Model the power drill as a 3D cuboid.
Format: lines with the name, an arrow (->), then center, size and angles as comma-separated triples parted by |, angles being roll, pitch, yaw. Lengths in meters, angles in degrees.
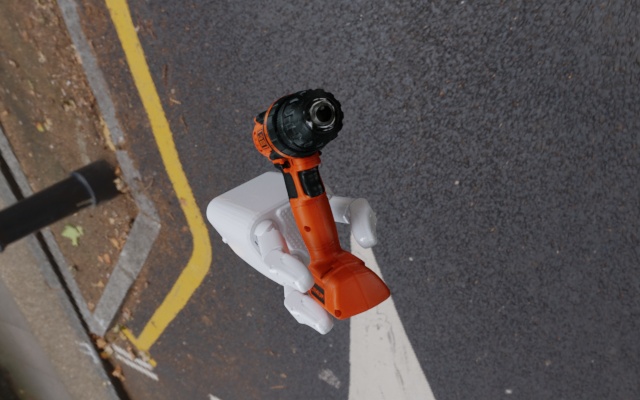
power drill -> 0.000, 0.002, 0.411 | 0.057, 0.188, 0.184 | -20, 8, -12
